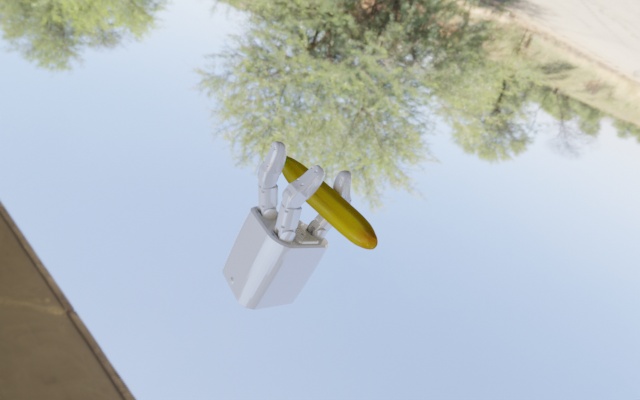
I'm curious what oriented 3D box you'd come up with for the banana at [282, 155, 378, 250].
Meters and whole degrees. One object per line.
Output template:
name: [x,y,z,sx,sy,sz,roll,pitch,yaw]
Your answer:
banana: [0.006,0.003,0.611,0.197,0.037,0.069,41,10,27]
